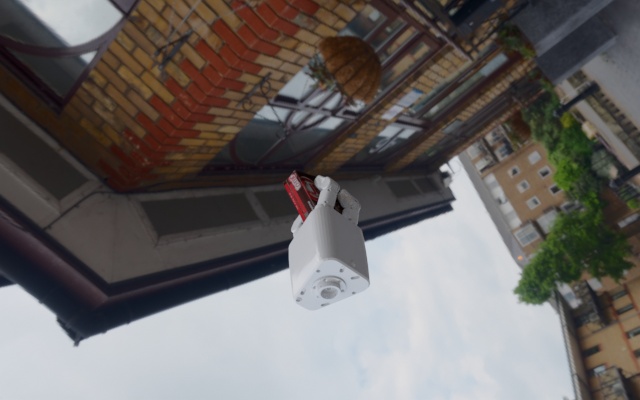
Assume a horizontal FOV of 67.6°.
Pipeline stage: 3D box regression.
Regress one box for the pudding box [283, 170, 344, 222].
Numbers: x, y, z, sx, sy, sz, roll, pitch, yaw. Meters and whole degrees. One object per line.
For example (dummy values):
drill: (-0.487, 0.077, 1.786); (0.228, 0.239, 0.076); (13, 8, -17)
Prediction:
pudding box: (0.000, 0.003, 0.794); (0.039, 0.090, 0.113); (-41, -30, 22)
